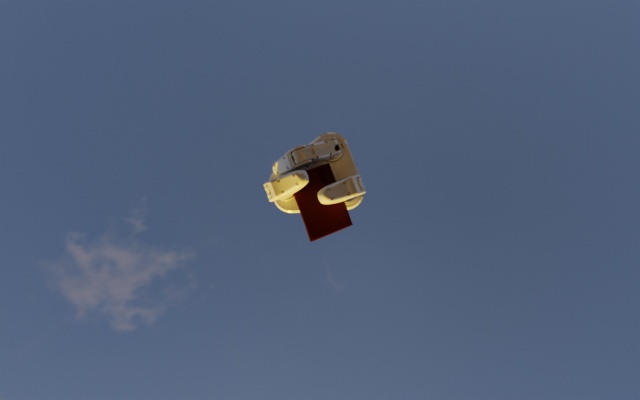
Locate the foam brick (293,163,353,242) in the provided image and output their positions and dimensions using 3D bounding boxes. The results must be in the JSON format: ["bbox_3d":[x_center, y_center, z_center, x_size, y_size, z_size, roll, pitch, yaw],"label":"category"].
[{"bbox_3d":[0.000,0.002,0.554,0.053,0.078,0.051,-20,-2,1],"label":"foam brick"}]
